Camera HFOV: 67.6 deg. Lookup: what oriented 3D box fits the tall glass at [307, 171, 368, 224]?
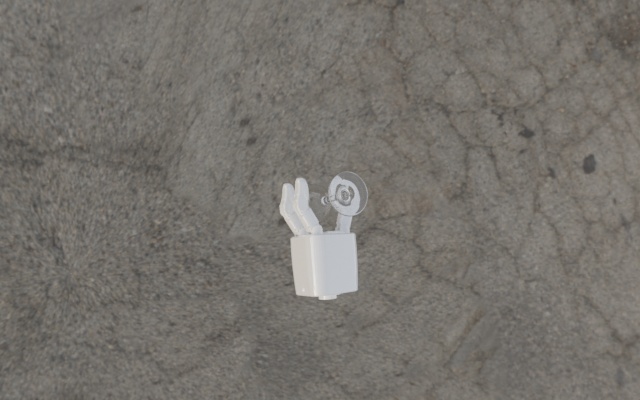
[{"bbox_3d":[0.000,0.003,0.863,0.079,0.079,0.201,0,-8,-28],"label":"tall glass"}]
